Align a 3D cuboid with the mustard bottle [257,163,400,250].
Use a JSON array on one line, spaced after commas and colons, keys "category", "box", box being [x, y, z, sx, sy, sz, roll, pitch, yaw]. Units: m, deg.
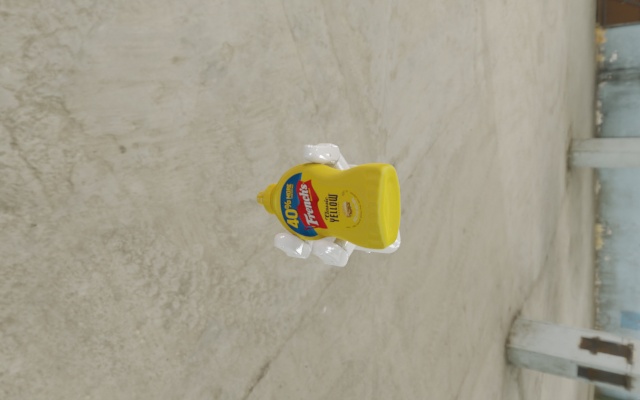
[{"category": "mustard bottle", "box": [0.000, 0.002, 0.585, 0.191, 0.096, 0.058, 4, 15, 34]}]
